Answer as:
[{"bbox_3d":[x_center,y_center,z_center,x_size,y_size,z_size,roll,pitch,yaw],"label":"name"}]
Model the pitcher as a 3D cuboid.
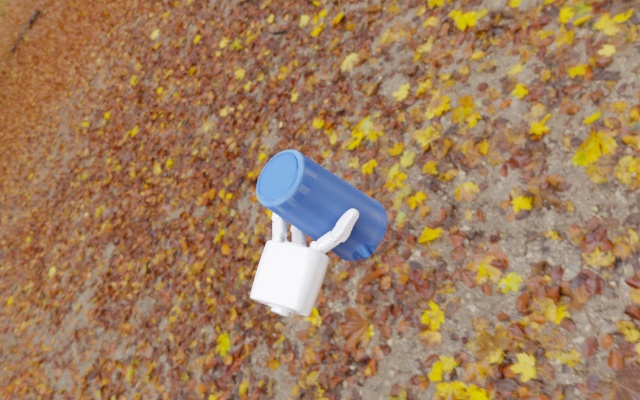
[{"bbox_3d":[0.000,0.003,0.871,0.149,0.145,0.243,4,-22,44],"label":"pitcher"}]
